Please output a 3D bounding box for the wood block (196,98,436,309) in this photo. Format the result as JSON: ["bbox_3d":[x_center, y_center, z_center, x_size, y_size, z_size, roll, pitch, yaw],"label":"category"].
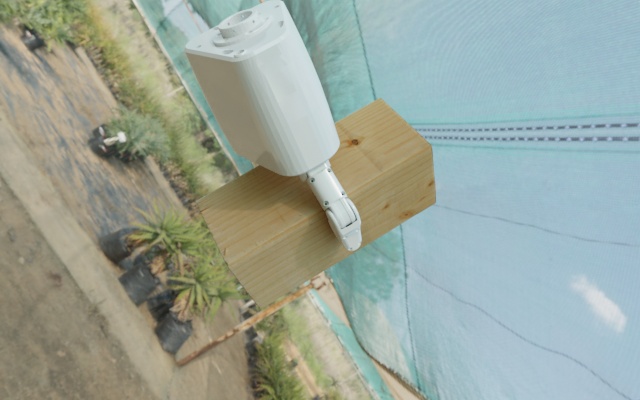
[{"bbox_3d":[0.000,0.001,0.466,0.206,0.090,0.090,-30,-38,-7],"label":"wood block"}]
